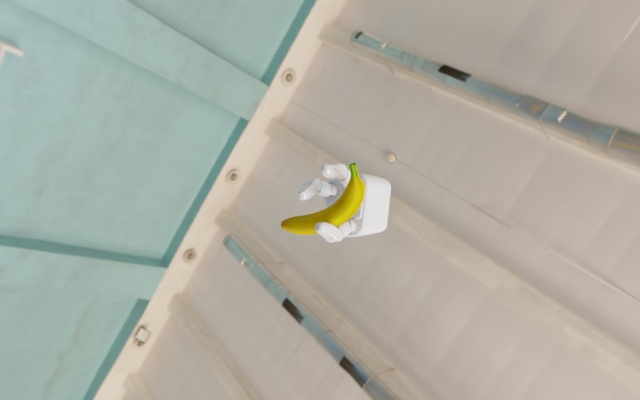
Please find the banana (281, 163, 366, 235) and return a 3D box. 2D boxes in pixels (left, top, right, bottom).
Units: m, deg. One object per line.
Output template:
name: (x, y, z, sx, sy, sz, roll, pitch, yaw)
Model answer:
banana: (0.013, 0.016, 0.819, 0.198, 0.069, 0.037, -39, -9, 32)
